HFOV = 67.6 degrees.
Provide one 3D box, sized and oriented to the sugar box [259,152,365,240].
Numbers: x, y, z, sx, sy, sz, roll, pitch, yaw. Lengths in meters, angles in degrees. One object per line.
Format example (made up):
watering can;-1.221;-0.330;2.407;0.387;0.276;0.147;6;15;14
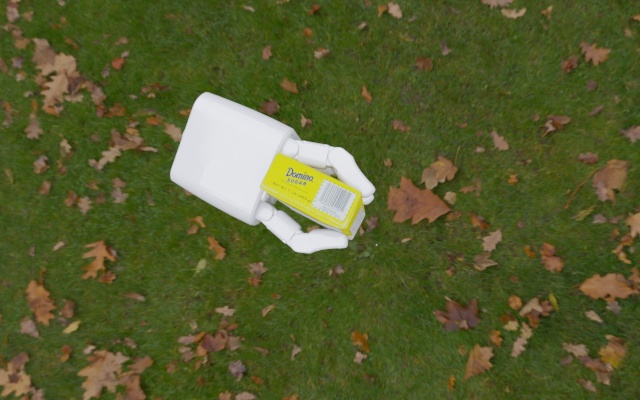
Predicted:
sugar box;0.000;0.001;0.529;0.093;0.048;0.176;27;-2;8
